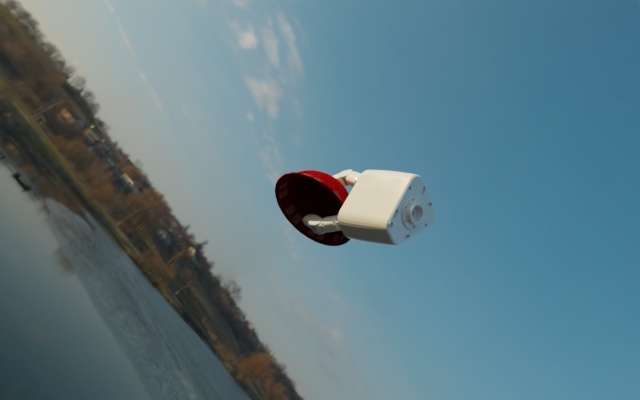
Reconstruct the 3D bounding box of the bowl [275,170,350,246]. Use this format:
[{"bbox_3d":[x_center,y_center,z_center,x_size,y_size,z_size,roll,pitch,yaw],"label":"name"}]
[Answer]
[{"bbox_3d":[-0.001,0.002,0.839,0.162,0.162,0.055,0,37,42],"label":"bowl"}]
